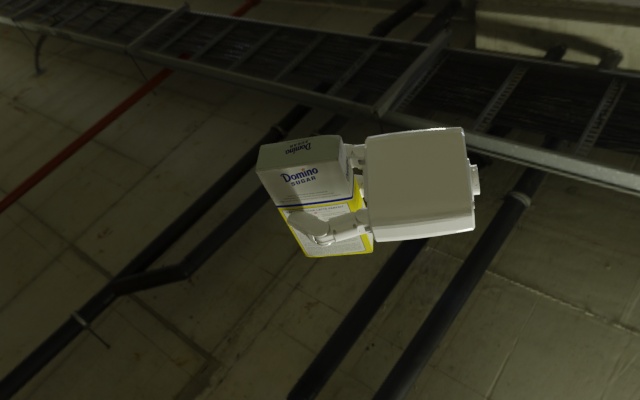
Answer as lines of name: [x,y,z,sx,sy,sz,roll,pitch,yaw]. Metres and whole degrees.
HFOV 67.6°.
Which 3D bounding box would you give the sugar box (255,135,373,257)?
sugar box: [0.000,0.001,0.560,0.093,0.048,0.176,-6,-42,15]
